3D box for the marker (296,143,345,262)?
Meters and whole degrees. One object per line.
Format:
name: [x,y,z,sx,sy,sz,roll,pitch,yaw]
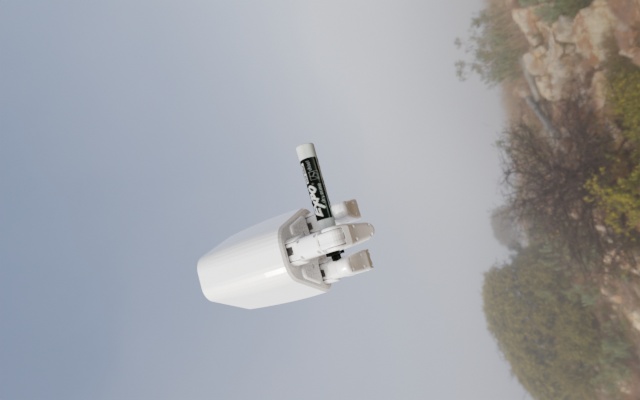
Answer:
marker: [0.000,0.002,0.477,0.020,0.121,0.020,-16,-9,-3]
